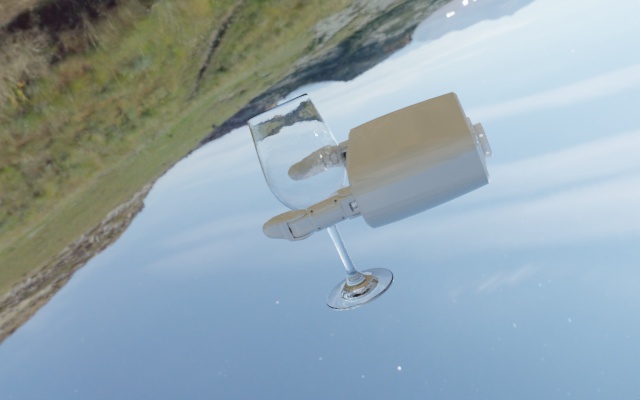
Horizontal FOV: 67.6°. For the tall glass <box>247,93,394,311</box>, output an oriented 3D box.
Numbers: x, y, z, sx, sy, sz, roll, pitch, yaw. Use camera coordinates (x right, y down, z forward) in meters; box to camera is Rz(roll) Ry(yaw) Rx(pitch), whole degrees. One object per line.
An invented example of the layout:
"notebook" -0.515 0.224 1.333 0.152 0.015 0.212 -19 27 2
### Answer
"tall glass" 0.000 0.002 0.462 0.079 0.201 0.079 -24 13 6
